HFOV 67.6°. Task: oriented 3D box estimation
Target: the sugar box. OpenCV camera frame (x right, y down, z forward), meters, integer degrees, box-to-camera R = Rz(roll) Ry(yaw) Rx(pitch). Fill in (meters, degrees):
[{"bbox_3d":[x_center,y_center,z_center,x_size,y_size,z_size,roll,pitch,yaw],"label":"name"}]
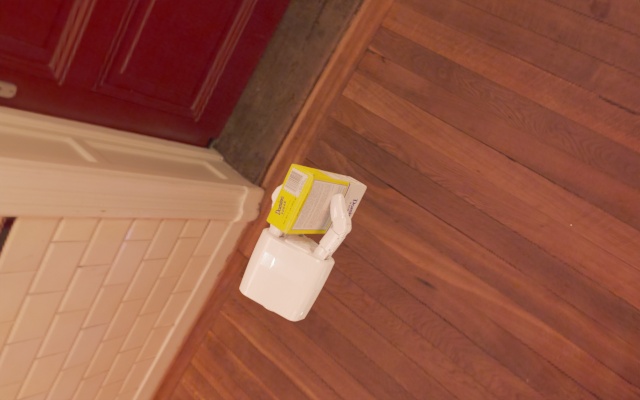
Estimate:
[{"bbox_3d":[0.000,0.002,0.730,0.048,0.093,0.176,31,11,25],"label":"sugar box"}]
